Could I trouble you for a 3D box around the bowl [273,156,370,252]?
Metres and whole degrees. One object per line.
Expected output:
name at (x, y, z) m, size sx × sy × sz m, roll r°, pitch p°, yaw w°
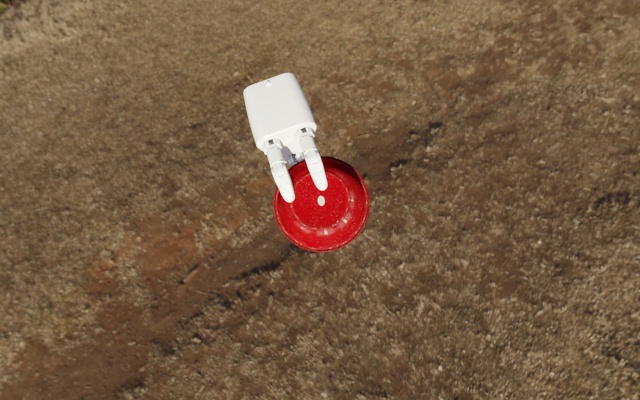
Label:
bowl at (0.001, 0.004, 0.771) m, size 0.162 × 0.162 × 0.055 m, roll 0°, pitch -6°, yaw 3°
